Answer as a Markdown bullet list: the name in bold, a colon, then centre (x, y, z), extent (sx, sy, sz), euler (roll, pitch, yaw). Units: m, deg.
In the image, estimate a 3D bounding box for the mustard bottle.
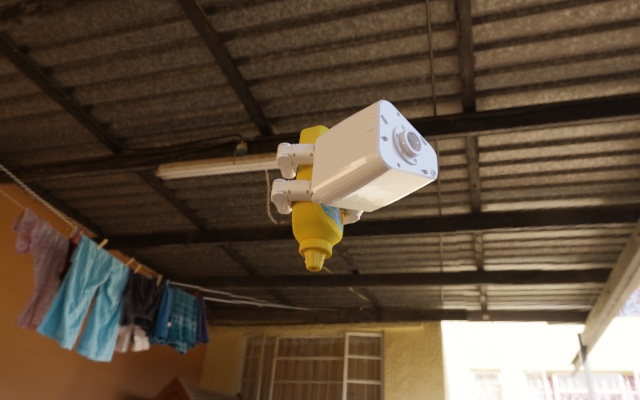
- **mustard bottle**: centre (0.000, 0.002, 0.635), extent (0.058, 0.191, 0.096), euler (-9, -33, 22)
